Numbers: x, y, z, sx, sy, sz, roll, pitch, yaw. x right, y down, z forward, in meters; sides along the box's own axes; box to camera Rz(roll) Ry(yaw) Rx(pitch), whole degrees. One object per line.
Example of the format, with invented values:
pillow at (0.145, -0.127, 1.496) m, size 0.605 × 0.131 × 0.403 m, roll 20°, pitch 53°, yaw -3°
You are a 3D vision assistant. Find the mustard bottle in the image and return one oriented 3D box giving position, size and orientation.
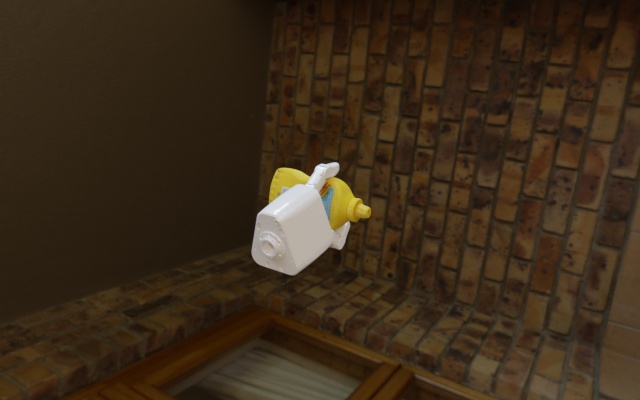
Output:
mustard bottle at (0.000, 0.003, 0.855) m, size 0.191 × 0.096 × 0.058 m, roll 13°, pitch 7°, yaw 29°
